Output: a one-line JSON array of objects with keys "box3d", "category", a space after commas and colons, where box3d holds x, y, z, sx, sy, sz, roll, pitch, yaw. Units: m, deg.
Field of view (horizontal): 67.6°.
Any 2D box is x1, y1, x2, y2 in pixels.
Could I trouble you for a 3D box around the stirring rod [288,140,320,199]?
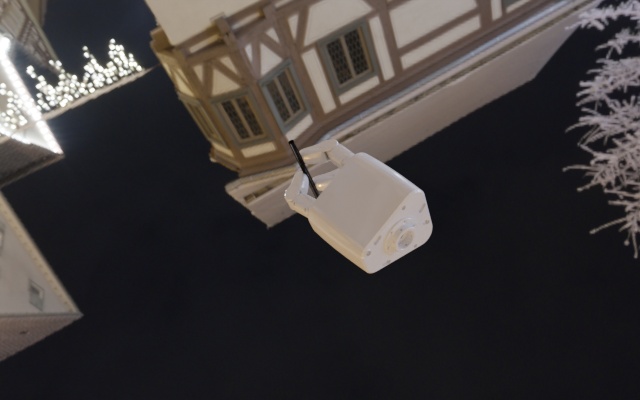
[{"box3d": [0.000, 0.002, 0.707, 0.011, 0.011, 0.240, 0, -41, 25], "category": "stirring rod"}]
